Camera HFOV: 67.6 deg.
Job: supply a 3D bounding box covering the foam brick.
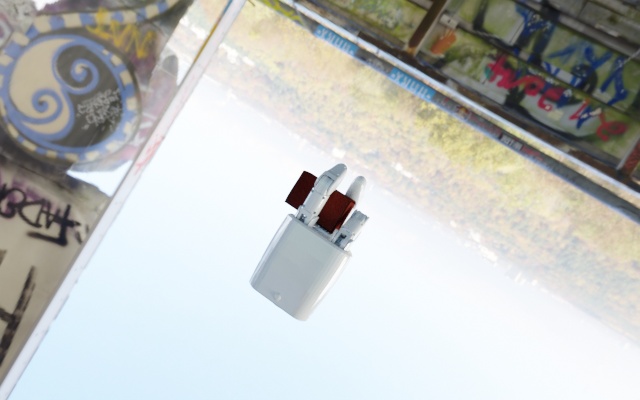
[{"bbox_3d":[0.000,0.002,0.638,0.078,0.051,0.053,33,4,11],"label":"foam brick"}]
